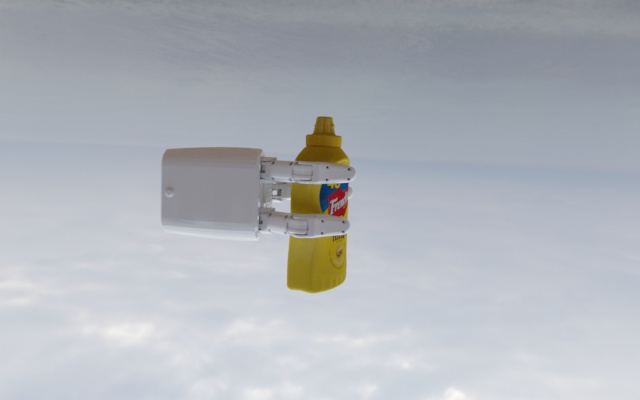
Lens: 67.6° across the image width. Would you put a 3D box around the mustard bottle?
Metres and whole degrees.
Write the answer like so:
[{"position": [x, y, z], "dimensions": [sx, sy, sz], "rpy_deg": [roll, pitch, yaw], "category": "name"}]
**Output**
[{"position": [0.000, 0.002, 0.543], "dimensions": [0.058, 0.191, 0.096], "rpy_deg": [5, 6, 27], "category": "mustard bottle"}]
